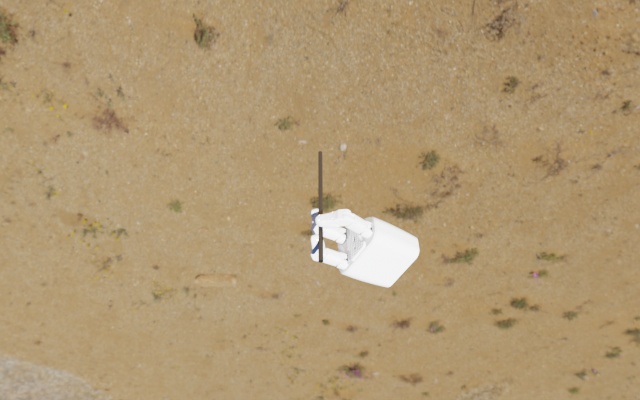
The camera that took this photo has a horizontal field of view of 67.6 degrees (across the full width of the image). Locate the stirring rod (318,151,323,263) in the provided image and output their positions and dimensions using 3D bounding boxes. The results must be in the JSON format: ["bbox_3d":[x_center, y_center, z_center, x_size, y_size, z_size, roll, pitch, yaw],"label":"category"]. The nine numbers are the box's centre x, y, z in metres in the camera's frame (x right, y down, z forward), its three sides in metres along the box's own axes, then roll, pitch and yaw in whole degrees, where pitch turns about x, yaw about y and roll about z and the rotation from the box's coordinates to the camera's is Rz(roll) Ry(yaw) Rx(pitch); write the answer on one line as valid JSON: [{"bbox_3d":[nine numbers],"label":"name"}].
[{"bbox_3d":[0.000,0.003,0.831,0.011,0.239,0.011,0,-39,0],"label":"stirring rod"}]
